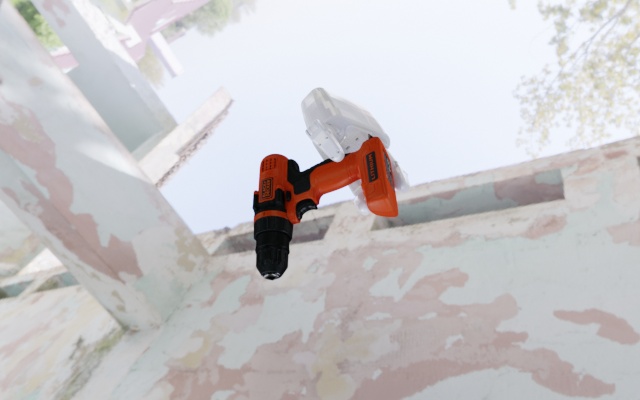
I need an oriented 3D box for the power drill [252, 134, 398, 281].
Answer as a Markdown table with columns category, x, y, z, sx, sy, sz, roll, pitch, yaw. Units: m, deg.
| category | x | y | z | sx | sy | sz | roll | pitch | yaw |
| --- | --- | --- | --- | --- | --- | --- | --- | --- | --- |
| power drill | 0.001 | 0.002 | 0.609 | 0.187 | 0.184 | 0.057 | -13 | -33 | 17 |
